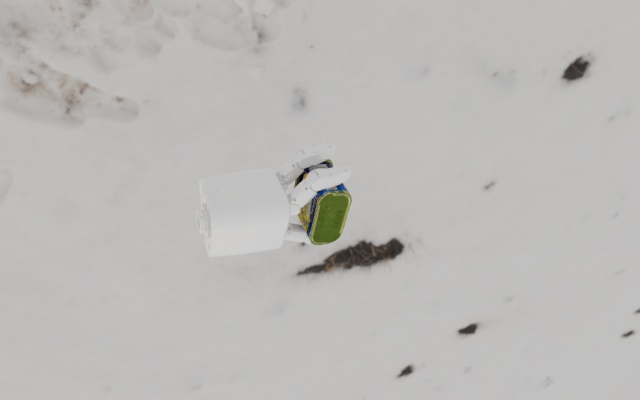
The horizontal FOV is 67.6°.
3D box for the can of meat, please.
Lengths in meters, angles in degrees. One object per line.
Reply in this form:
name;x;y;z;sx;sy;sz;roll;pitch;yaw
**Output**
can of meat;0.000;0.003;0.699;0.057;0.102;0.084;-4;40;-22
